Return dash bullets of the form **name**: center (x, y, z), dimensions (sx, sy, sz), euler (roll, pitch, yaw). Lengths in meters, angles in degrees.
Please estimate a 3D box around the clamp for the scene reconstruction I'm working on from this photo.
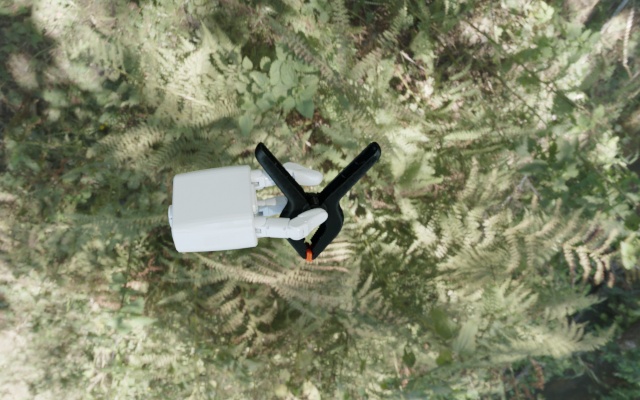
- **clamp**: center (0.000, 0.003, 0.668), dimensions (0.164, 0.210, 0.036), euler (-6, 40, -6)
